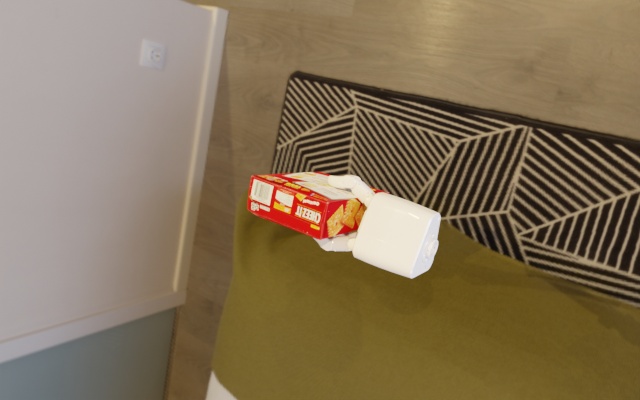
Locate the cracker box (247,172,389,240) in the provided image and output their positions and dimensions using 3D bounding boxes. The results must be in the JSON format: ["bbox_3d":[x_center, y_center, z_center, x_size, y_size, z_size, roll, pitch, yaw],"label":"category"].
[{"bbox_3d":[0.000,0.003,0.859,0.164,0.072,0.213,19,15,31],"label":"cracker box"}]
